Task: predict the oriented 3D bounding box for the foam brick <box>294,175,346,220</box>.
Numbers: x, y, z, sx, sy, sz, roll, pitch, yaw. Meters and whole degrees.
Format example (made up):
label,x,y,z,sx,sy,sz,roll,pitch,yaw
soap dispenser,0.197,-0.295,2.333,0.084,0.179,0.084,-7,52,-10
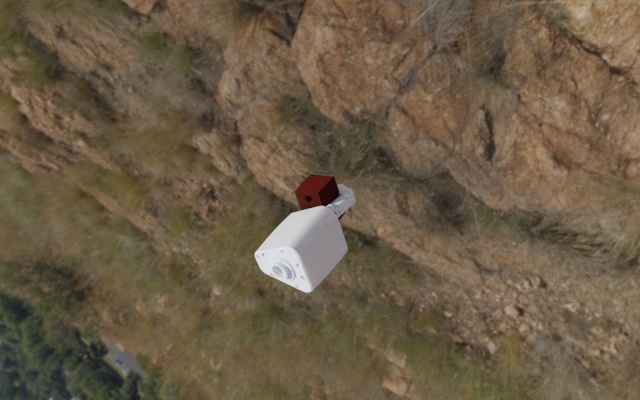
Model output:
label,x,y,z,sx,sy,sz,roll,pitch,yaw
foam brick,0.000,0.002,0.809,0.053,0.078,0.051,5,37,38
